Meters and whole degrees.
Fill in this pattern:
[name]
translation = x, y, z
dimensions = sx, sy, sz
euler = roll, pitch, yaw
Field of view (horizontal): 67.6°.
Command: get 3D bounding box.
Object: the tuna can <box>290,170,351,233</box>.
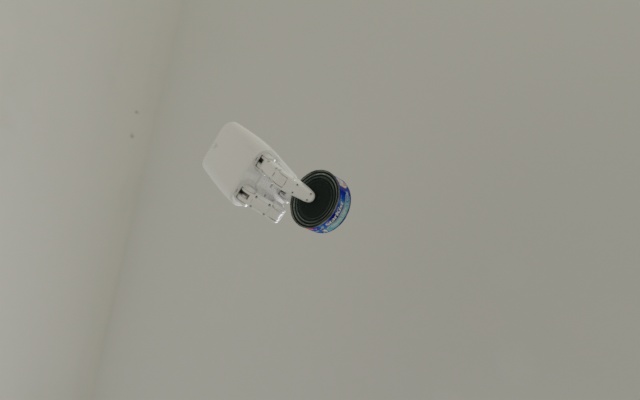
[tuna can]
translation = 0.000, 0.002, 0.673
dimensions = 0.086, 0.086, 0.034
euler = 0, -18, 39
